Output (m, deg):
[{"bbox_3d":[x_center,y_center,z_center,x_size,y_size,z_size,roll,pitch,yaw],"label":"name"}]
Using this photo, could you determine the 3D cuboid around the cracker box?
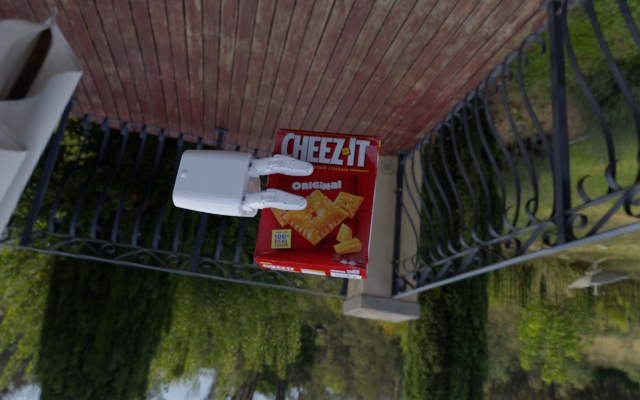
[{"bbox_3d":[0.000,0.003,0.727,0.164,0.213,0.072,6,-19,6],"label":"cracker box"}]
